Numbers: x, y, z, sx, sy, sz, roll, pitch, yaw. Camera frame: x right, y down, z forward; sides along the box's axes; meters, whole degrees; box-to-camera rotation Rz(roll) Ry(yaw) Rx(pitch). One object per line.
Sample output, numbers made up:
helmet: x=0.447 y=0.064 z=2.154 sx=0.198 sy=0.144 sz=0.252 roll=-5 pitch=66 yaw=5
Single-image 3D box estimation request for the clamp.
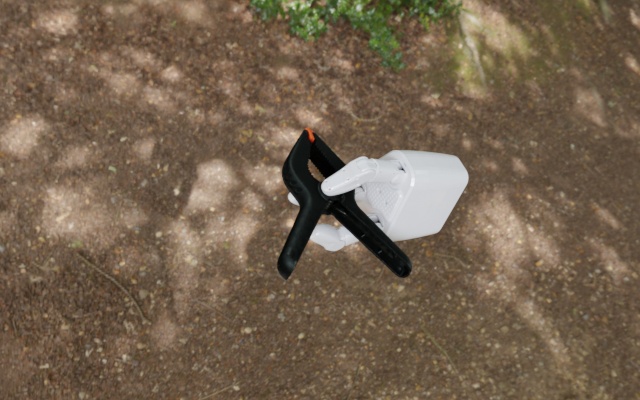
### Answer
clamp: x=0.000 y=0.001 z=0.540 sx=0.164 sy=0.210 sz=0.036 roll=-1 pitch=-36 yaw=-37
